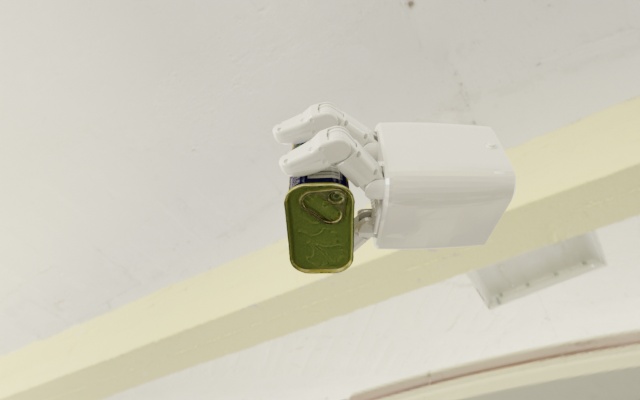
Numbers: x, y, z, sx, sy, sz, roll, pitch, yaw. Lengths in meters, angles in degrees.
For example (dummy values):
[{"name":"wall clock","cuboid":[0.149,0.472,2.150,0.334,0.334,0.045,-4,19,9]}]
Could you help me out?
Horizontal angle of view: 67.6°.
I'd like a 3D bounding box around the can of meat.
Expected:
[{"name":"can of meat","cuboid":[0.000,0.001,0.435,0.057,0.102,0.083,-1,39,1]}]
